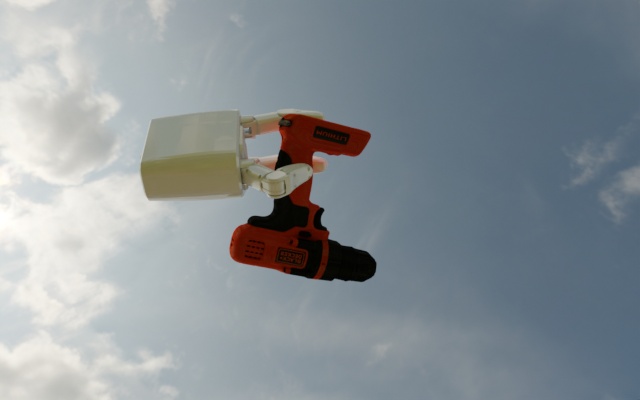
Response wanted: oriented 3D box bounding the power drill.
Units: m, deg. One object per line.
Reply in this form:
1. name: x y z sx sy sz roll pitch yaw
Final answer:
1. power drill: 0.000 0.001 0.566 0.184 0.187 0.057 13 4 -20
